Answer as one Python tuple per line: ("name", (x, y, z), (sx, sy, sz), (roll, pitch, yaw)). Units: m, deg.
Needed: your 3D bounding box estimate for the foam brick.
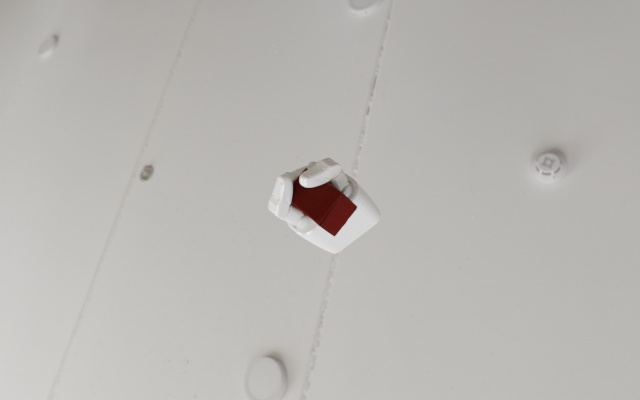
("foam brick", (0.000, 0.002, 0.644), (0.078, 0.053, 0.051), (38, -1, 36))
